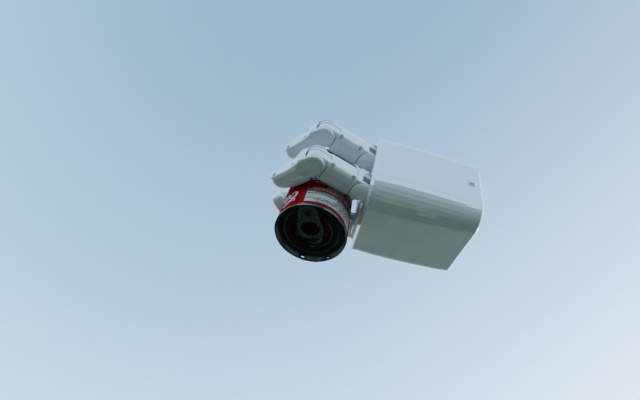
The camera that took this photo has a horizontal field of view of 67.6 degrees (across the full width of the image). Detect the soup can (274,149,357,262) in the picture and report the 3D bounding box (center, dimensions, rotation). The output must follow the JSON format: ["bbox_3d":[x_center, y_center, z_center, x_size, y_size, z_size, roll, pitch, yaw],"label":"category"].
[{"bbox_3d":[0.000,0.001,0.474,0.068,0.068,0.102,0,36,13],"label":"soup can"}]
